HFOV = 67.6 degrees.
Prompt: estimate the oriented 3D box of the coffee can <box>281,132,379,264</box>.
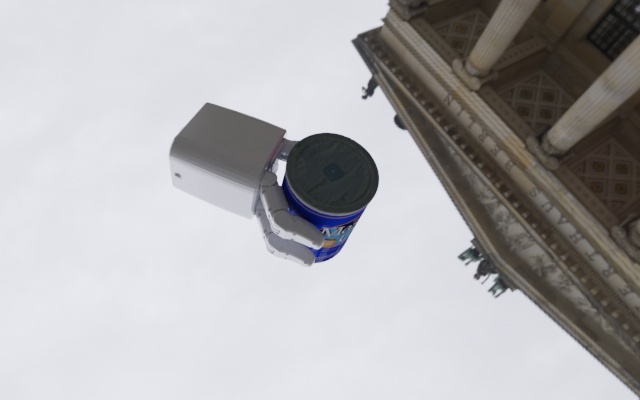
[{"bbox_3d":[0.000,0.002,0.569,0.103,0.102,0.140,0,-29,-13],"label":"coffee can"}]
